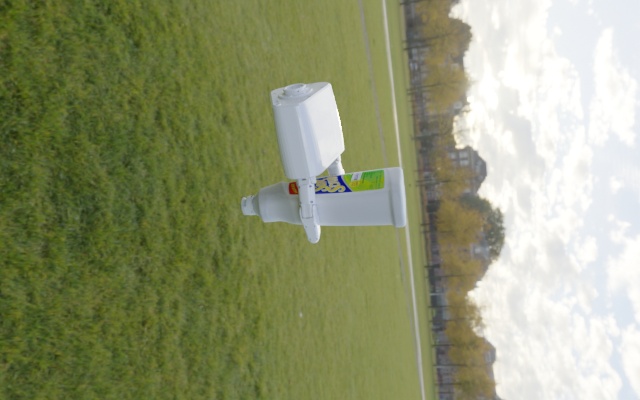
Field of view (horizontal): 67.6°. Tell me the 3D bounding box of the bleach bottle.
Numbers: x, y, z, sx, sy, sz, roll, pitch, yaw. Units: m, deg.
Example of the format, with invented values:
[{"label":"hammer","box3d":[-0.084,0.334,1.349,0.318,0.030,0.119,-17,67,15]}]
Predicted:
[{"label":"bleach bottle","box3d":[0.000,0.002,0.723,0.251,0.068,0.102,-5,28,12]}]
